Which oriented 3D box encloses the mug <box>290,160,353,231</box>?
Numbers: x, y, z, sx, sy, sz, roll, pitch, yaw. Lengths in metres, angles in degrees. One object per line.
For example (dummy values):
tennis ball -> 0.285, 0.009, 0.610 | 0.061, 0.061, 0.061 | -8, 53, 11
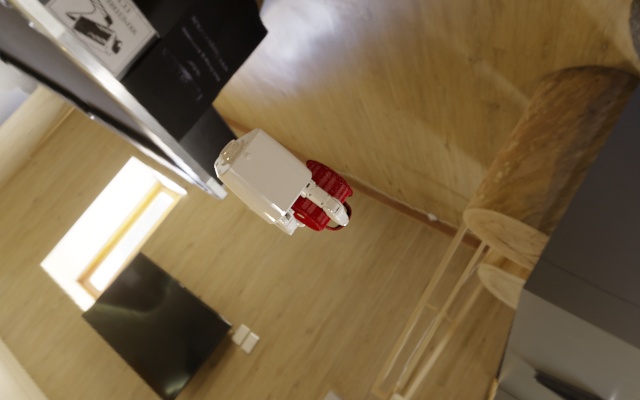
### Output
mug -> 0.001, 0.004, 0.770 | 0.117, 0.081, 0.093 | 42, -14, -22
